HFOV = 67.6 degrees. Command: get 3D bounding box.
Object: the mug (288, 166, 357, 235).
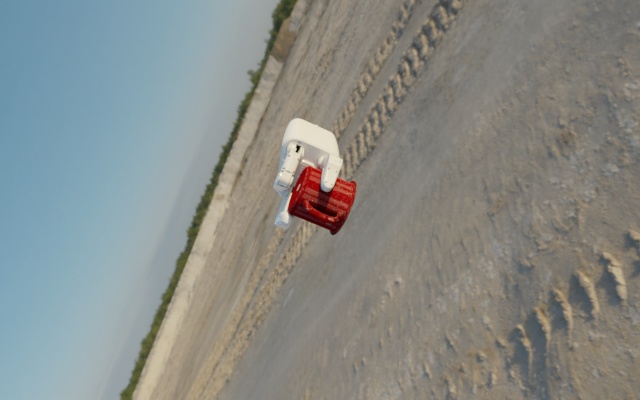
[{"bbox_3d":[0.000,0.003,0.737,0.081,0.093,0.117,23,25,-11],"label":"mug"}]
